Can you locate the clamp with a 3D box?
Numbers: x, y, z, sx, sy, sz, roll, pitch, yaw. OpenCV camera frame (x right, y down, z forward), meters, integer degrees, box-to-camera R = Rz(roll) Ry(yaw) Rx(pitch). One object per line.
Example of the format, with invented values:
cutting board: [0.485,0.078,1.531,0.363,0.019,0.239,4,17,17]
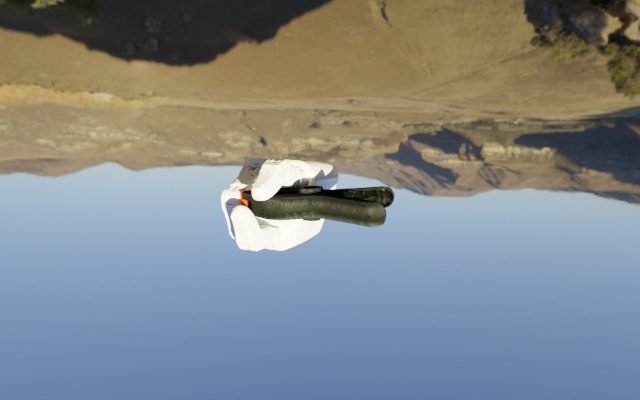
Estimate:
clamp: [0.000,0.002,0.523,0.171,0.039,0.120,5,6,21]
